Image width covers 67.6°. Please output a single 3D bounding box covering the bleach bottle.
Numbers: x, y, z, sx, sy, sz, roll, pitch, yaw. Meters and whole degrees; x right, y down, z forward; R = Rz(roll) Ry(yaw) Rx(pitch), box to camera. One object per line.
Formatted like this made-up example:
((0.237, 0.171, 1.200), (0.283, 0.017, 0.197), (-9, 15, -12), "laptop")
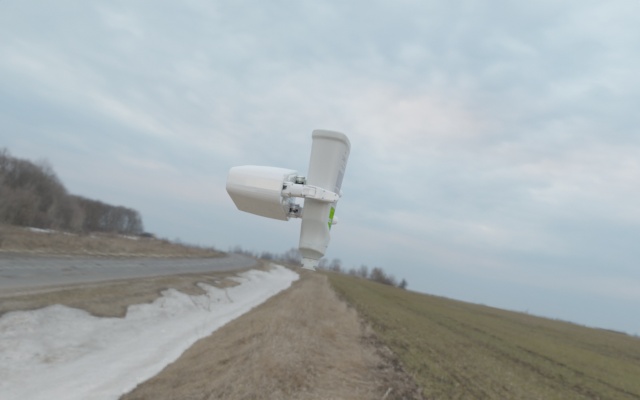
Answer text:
((0.000, 0.003, 0.882), (0.068, 0.251, 0.102), (9, -8, 15), "bleach bottle")
